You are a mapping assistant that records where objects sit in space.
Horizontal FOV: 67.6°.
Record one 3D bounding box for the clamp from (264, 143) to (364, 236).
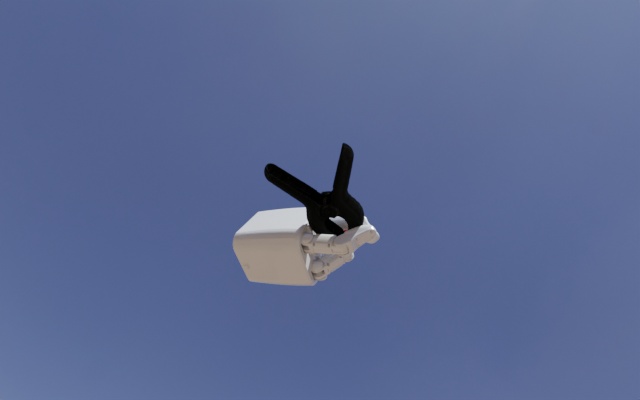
[{"bbox_3d":[0.000,0.002,0.641,0.120,0.172,0.039,-2,39,20],"label":"clamp"}]
